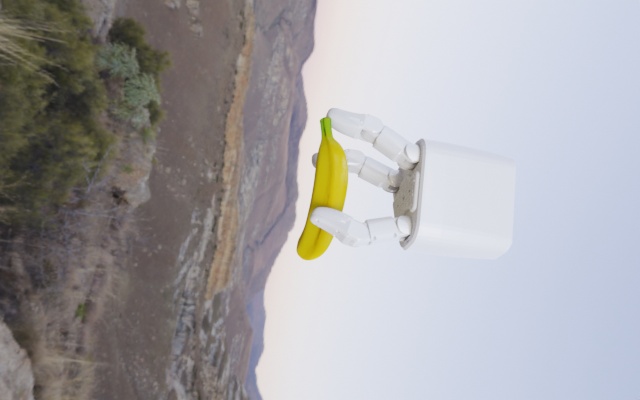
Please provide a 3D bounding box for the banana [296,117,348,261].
[{"bbox_3d":[0.002,0.011,0.530,0.037,0.198,0.069,6,38,-9],"label":"banana"}]
